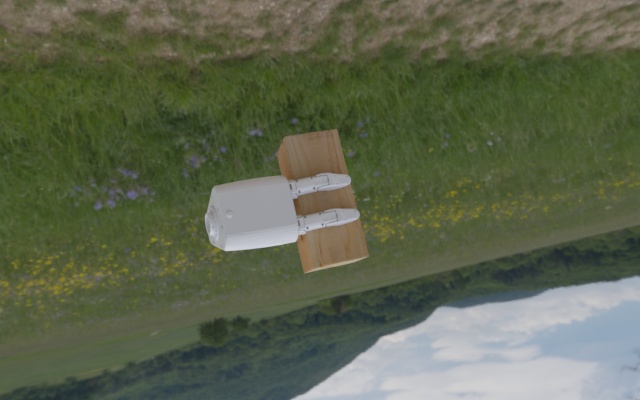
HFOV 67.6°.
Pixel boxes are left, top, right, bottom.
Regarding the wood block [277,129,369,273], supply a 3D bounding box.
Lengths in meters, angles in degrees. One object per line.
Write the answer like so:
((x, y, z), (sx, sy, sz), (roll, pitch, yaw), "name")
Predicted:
((0.000, 0.003, 0.763), (0.090, 0.206, 0.091), (-11, -11, -15), "wood block")
